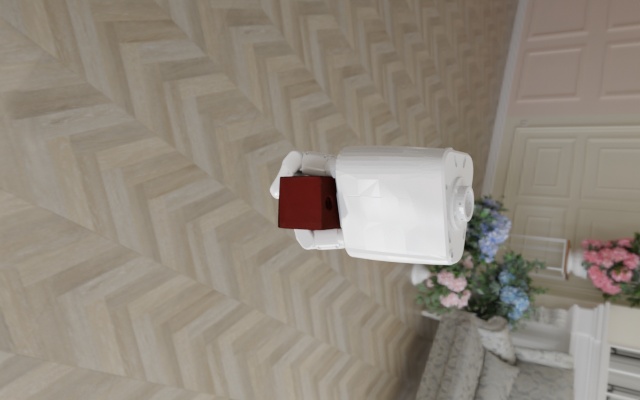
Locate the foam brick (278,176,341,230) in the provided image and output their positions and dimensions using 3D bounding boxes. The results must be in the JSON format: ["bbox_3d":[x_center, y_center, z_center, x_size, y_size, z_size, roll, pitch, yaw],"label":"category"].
[{"bbox_3d":[0.000,0.002,0.489,0.051,0.053,0.078,2,2,33],"label":"foam brick"}]
